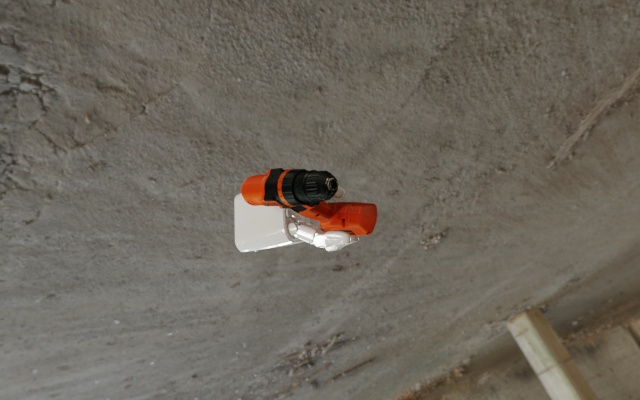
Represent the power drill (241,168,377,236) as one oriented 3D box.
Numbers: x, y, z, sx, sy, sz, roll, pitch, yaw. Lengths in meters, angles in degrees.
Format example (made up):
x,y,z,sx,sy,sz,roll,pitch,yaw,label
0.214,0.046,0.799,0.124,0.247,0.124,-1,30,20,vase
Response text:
x,y,z,sx,sy,sz,roll,pitch,yaw,label
0.000,0.003,0.717,0.184,0.057,0.188,0,-19,47,power drill
